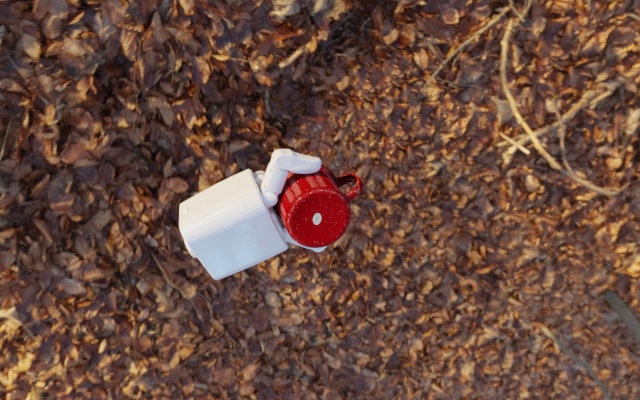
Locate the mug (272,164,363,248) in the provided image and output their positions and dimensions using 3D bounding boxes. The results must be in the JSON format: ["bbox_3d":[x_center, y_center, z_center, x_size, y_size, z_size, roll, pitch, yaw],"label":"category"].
[{"bbox_3d":[0.001,0.001,0.600,0.117,0.093,0.081,-25,28,-3],"label":"mug"}]
